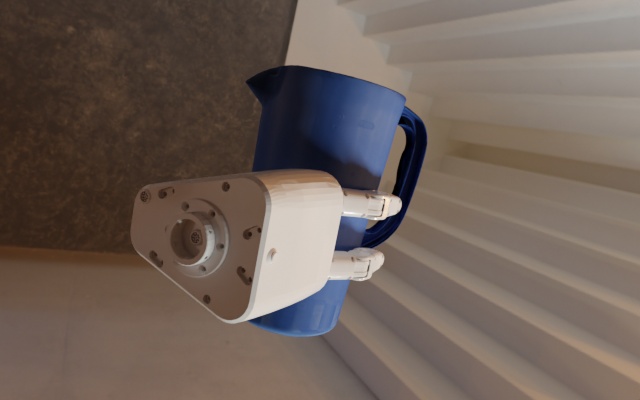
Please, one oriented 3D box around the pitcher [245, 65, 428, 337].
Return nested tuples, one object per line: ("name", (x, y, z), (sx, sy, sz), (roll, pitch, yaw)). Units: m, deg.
("pitcher", (0.000, 0.002, 0.467), (0.149, 0.243, 0.145), (16, 8, 24))
